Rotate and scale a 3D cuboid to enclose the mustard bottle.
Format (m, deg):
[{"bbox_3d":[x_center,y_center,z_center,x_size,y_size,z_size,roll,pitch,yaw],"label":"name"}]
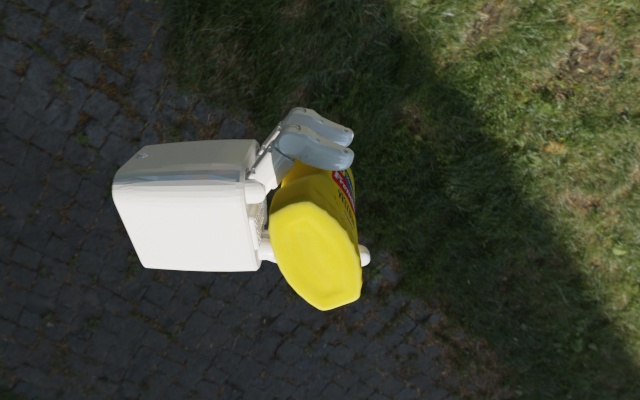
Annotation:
[{"bbox_3d":[0.000,0.001,0.421,0.058,0.096,0.191,-23,23,12],"label":"mustard bottle"}]
